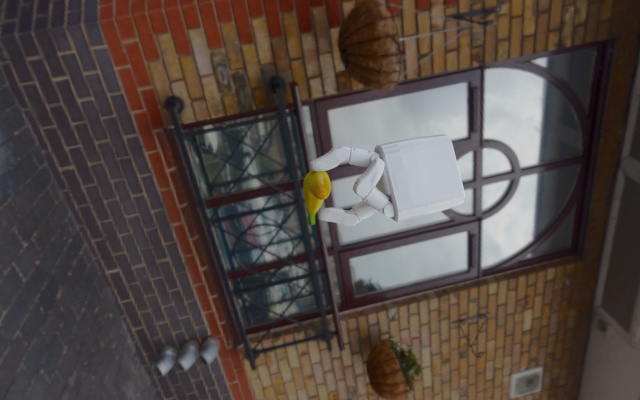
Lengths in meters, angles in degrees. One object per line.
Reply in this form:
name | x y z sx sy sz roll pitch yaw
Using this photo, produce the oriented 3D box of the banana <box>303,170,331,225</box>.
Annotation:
banana | -0.004 -0.014 0.743 0.037 0.069 0.198 -12 -13 -6
